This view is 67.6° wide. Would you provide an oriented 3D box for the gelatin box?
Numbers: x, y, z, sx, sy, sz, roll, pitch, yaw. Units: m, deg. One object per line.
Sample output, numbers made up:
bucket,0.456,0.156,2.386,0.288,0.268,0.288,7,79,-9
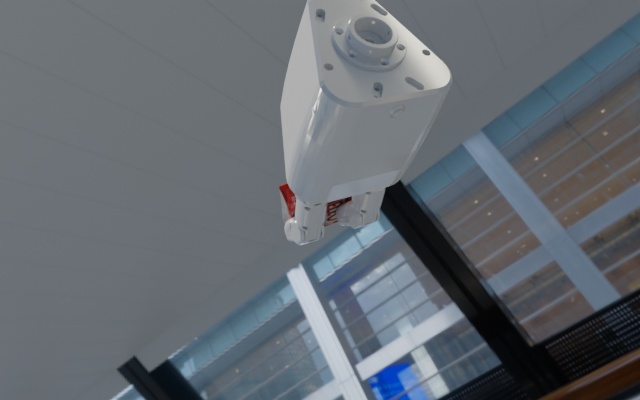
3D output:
gelatin box,0.000,0.001,0.466,0.073,0.030,0.089,-21,-20,-10
